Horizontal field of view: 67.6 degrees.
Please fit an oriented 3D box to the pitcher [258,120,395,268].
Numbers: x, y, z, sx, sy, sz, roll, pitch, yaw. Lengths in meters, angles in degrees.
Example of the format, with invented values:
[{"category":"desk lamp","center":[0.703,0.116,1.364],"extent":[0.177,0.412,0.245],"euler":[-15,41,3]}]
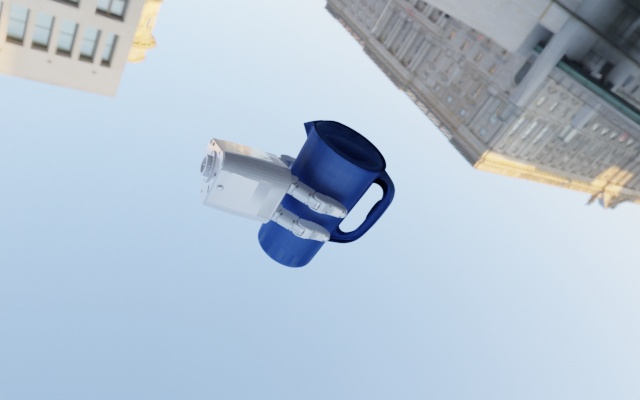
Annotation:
[{"category":"pitcher","center":[0.000,0.003,0.794],"extent":[0.145,0.243,0.149],"euler":[15,33,-30]}]
